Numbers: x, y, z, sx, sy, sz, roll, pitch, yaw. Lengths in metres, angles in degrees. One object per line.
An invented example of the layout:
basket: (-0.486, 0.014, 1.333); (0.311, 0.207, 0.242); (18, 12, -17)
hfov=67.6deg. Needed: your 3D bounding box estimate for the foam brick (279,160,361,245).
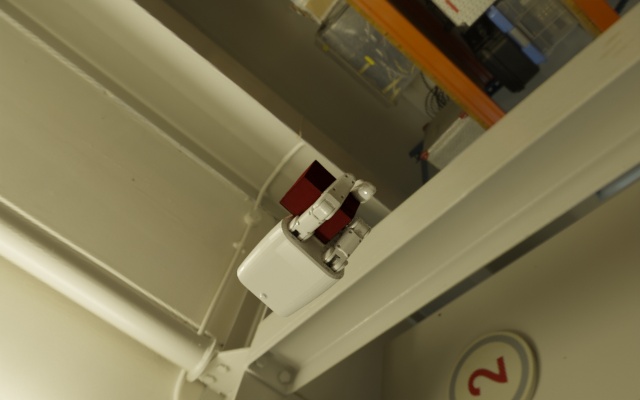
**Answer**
foam brick: (0.000, 0.002, 0.572); (0.051, 0.078, 0.053); (-43, 7, 30)
